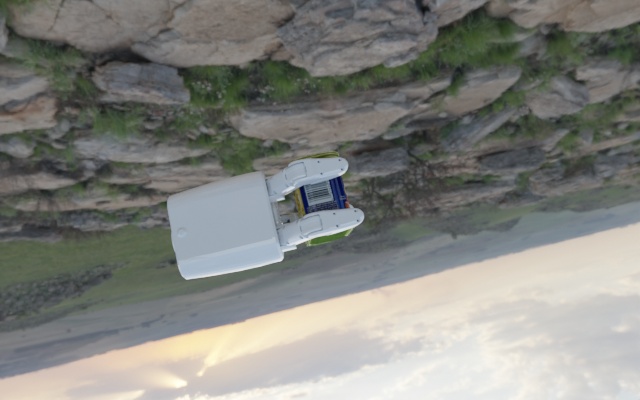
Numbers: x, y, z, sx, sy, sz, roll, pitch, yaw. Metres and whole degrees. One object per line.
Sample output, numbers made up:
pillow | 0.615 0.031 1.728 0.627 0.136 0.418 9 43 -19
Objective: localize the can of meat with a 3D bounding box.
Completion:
can of meat | 0.000 0.002 0.539 0.057 0.084 0.102 -12 -12 -6
